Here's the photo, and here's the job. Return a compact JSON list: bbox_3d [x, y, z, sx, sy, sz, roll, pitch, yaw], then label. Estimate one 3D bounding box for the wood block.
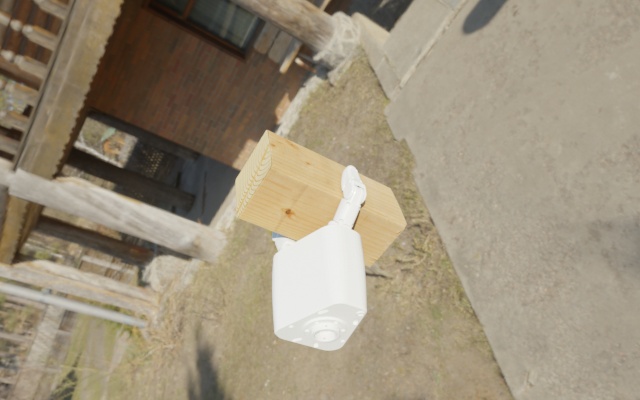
[{"bbox_3d":[0.000,0.002,0.641,0.206,0.091,0.090,23,30,-25],"label":"wood block"}]
